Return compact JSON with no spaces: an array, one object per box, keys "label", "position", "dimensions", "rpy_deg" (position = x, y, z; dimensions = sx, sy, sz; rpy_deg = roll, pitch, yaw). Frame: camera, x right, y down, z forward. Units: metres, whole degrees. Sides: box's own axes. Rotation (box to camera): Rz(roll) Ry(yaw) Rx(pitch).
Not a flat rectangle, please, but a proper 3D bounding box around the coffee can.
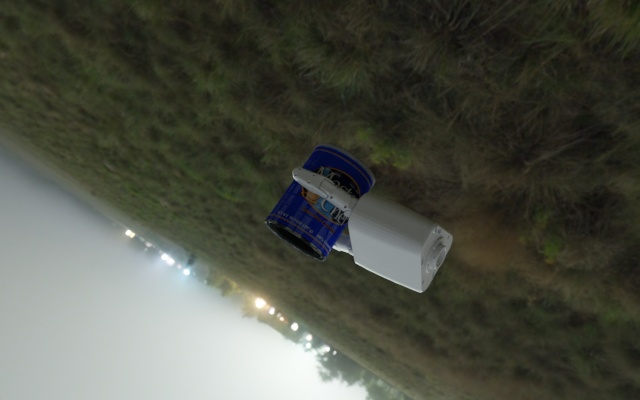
[{"label":"coffee can","position":[0.000,0.002,0.691],"dimensions":[0.103,0.140,0.103],"rpy_deg":[31,-15,9]}]
